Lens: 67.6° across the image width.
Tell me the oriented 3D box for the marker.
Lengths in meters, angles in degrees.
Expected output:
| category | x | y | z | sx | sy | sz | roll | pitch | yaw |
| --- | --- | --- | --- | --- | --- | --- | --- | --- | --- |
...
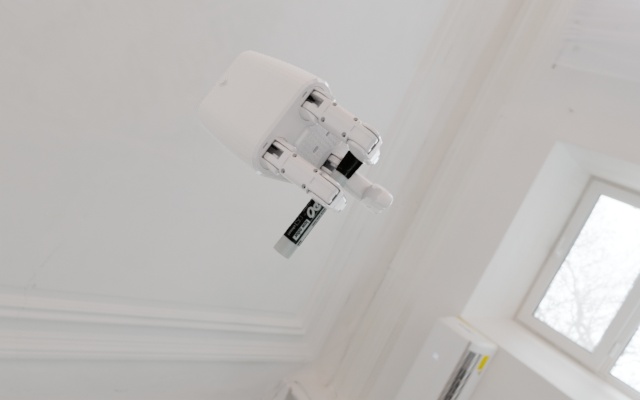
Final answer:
| category | x | y | z | sx | sy | sz | roll | pitch | yaw |
| --- | --- | --- | --- | --- | --- | --- | --- | --- | --- |
| marker | 0.000 | 0.001 | 0.446 | 0.020 | 0.121 | 0.020 | 38 | -3 | 2 |
